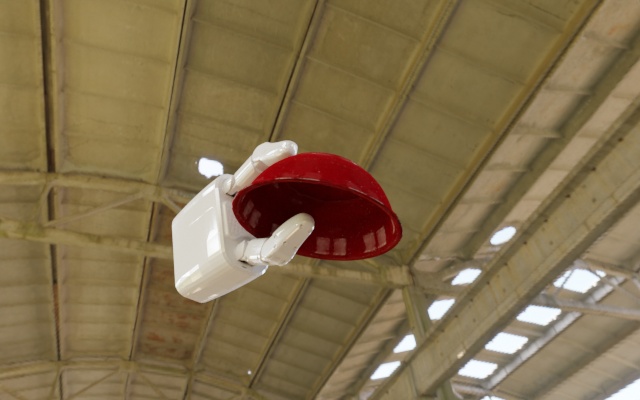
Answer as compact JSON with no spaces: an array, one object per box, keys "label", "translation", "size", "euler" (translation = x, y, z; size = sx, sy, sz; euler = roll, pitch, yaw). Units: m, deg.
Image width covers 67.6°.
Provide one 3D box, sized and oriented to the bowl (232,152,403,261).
[{"label":"bowl","translation":[0.001,0.001,0.462],"size":[0.162,0.055,0.162],"euler":[8,-29,5]}]
